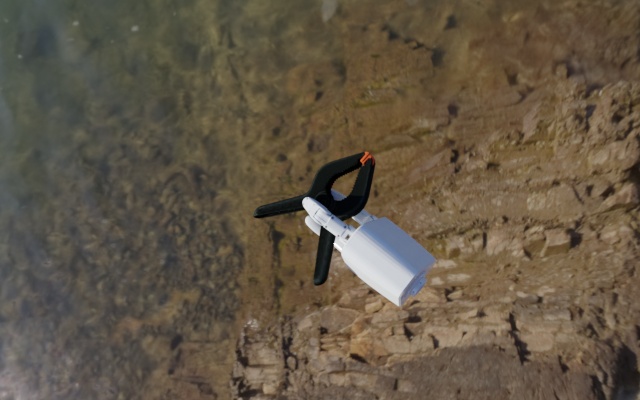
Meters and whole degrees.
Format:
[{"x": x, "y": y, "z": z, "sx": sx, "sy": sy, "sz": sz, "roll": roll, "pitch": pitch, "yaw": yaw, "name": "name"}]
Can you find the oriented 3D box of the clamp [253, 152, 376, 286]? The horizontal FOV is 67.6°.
[{"x": 0.000, "y": 0.002, "z": 0.743, "sx": 0.164, "sy": 0.210, "sz": 0.036, "roll": 38, "pitch": 5, "yaw": 20, "name": "clamp"}]
